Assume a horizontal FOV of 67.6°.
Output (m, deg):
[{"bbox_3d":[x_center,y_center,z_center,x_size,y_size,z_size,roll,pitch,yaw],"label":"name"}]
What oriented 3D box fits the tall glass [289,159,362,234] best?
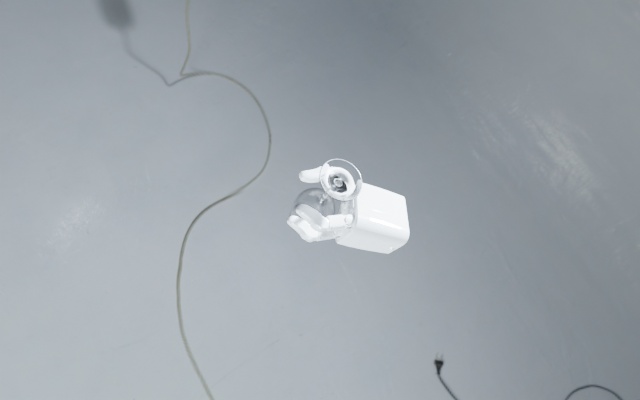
[{"bbox_3d":[0.000,0.002,0.849,0.079,0.079,0.201,0,-21,-21],"label":"tall glass"}]
